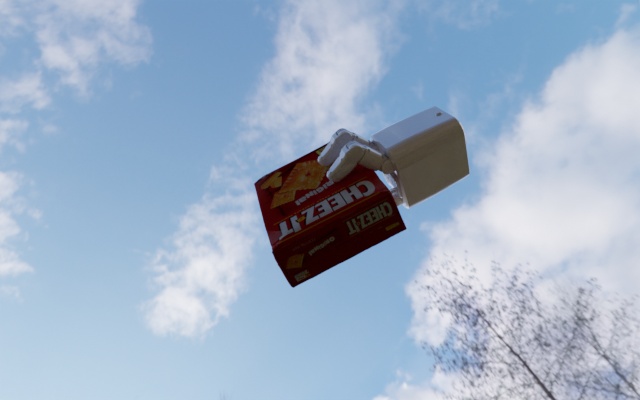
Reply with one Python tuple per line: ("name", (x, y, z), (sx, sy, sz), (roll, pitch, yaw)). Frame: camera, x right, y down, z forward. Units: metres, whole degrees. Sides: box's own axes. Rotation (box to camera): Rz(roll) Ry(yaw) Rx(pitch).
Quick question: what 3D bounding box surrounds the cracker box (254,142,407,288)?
("cracker box", (0.000, 0.002, 0.672), (0.164, 0.072, 0.213), (-28, 29, 0))
